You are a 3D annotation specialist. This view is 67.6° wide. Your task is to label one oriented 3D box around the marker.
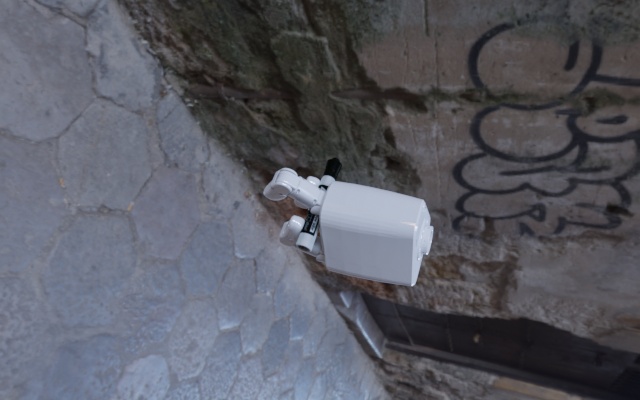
[{"bbox_3d":[0.000,0.002,0.552,0.020,0.121,0.020,17,-25,8],"label":"marker"}]
